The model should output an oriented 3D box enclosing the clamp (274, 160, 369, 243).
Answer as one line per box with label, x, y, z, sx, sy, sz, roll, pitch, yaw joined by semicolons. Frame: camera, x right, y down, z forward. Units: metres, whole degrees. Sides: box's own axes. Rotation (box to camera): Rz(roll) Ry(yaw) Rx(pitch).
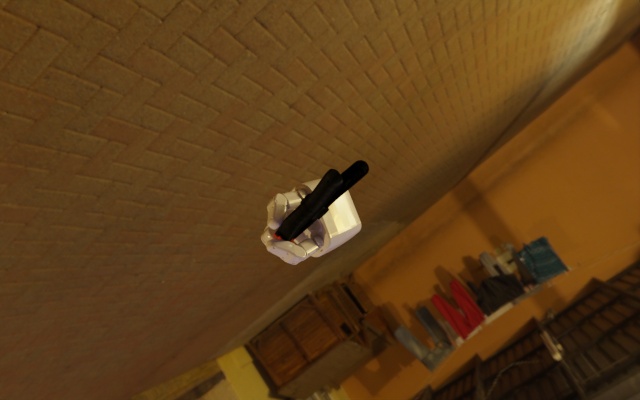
clamp;0.000;0.003;0.691;0.171;0.039;0.120;-44;-15;34
